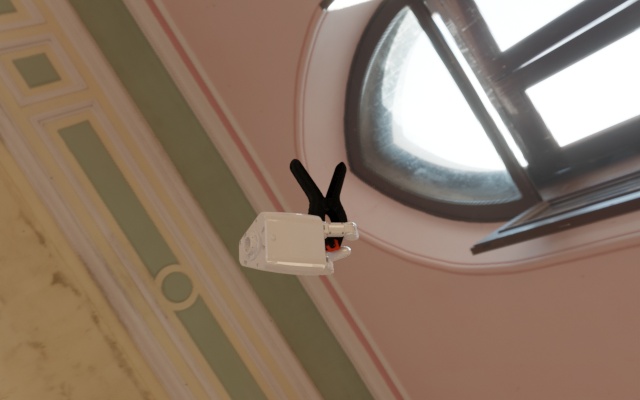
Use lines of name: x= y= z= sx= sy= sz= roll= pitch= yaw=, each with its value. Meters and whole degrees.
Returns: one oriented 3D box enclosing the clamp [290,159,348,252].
clamp: x=0.000 y=0.003 z=0.839 sx=0.120 sy=0.171 sz=0.039 roll=7 pitch=-22 yaw=-29
